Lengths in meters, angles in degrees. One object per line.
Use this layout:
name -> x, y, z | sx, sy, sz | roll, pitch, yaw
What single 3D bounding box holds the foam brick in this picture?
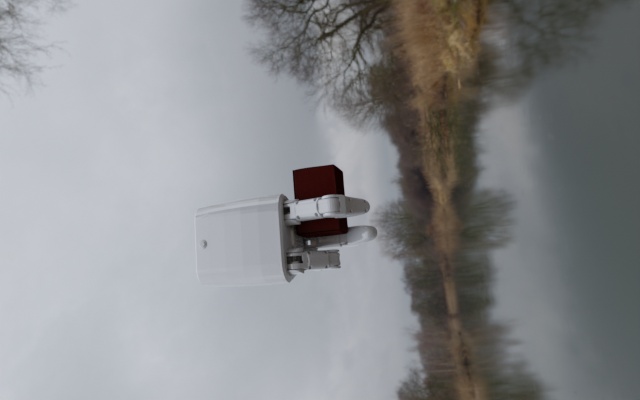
foam brick -> 0.000, 0.002, 0.560 | 0.051, 0.078, 0.053 | -7, -10, 14
